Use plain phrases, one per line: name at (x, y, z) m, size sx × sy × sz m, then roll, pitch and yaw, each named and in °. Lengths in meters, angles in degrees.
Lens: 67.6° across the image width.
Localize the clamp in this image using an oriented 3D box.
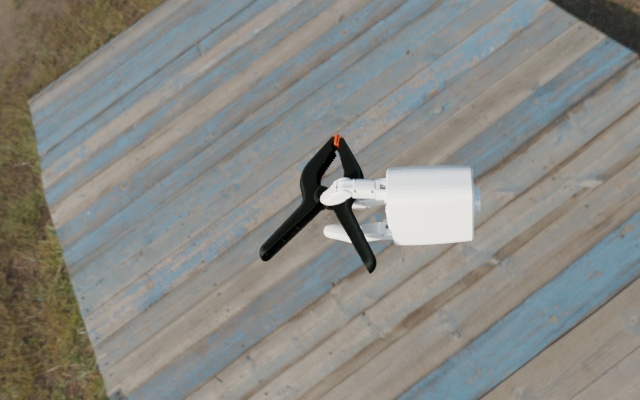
clamp at (0.000, 0.001, 0.682) m, size 0.164 × 0.210 × 0.036 m, roll -2°, pitch -25°, yaw 14°
